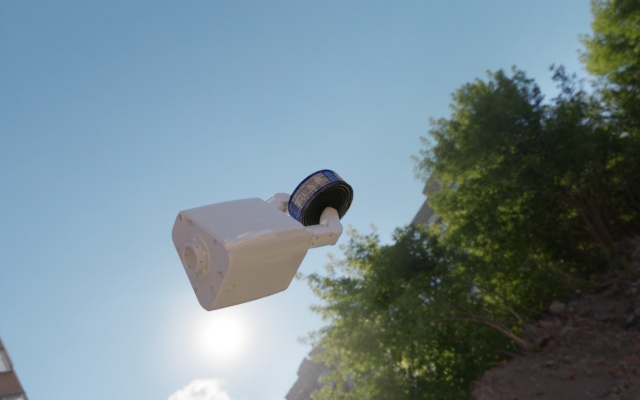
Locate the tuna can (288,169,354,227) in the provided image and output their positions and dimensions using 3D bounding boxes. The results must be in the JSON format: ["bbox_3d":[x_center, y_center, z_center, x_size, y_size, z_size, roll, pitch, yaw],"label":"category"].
[{"bbox_3d":[0.000,0.002,0.627,0.086,0.086,0.033,0,37,-48],"label":"tuna can"}]
